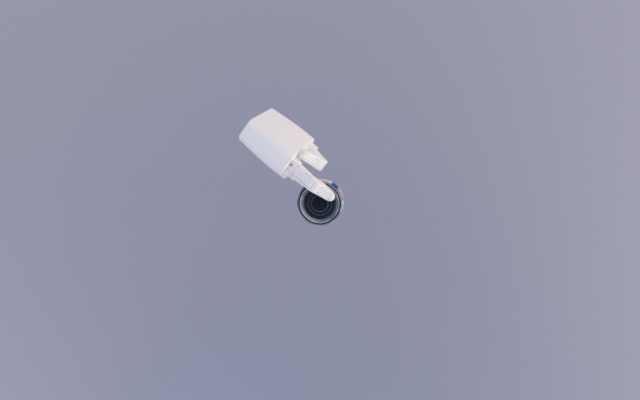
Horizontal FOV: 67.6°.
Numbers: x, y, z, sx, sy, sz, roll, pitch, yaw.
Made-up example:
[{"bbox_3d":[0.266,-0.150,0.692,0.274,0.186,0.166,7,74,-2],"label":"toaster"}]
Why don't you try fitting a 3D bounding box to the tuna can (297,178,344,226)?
[{"bbox_3d":[0.000,0.003,0.890,0.086,0.086,0.033,0,11,7],"label":"tuna can"}]
